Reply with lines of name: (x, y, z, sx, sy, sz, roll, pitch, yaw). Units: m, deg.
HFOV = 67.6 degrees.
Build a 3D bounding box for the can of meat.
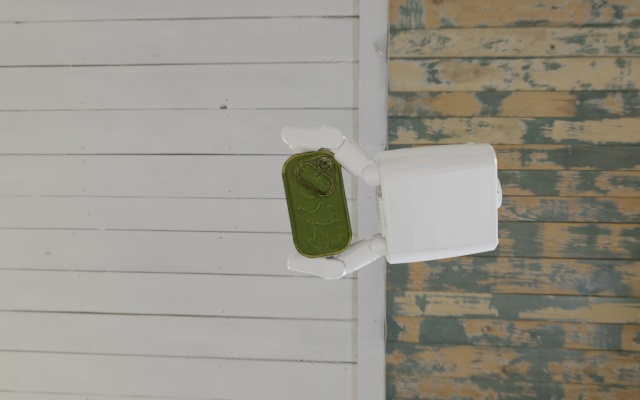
can of meat: (0.000, 0.002, 0.493, 0.057, 0.102, 0.084, -10, 2, 5)
